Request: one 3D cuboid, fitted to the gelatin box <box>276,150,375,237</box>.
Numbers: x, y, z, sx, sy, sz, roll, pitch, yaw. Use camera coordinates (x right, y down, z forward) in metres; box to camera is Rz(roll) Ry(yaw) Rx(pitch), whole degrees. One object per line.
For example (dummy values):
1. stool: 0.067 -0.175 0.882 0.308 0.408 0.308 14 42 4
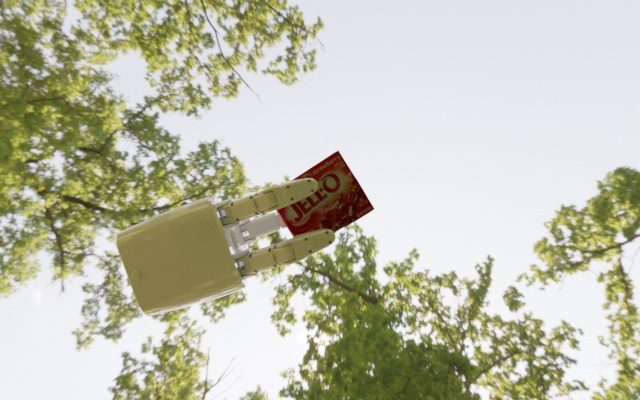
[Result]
1. gelatin box: 0.000 0.001 0.503 0.089 0.073 0.030 -32 4 -4
